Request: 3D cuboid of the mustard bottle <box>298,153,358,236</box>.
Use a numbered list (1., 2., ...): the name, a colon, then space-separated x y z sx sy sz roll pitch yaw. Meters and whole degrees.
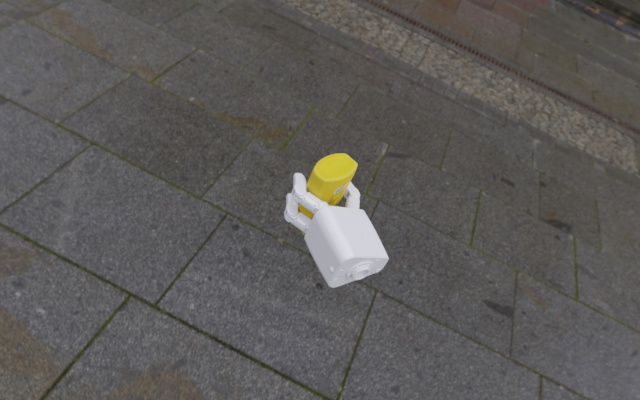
1. mustard bottle: 0.000 0.003 0.892 0.058 0.192 0.096 41 46 17
